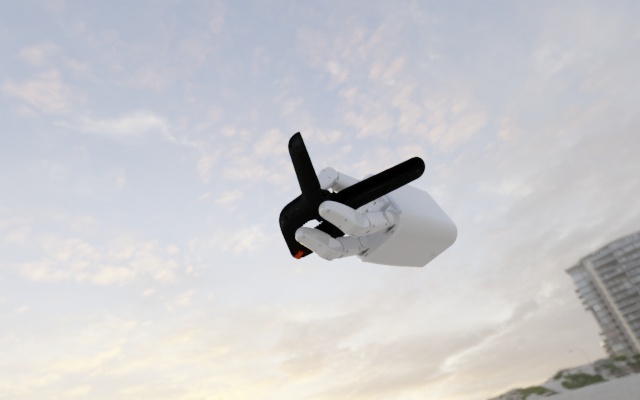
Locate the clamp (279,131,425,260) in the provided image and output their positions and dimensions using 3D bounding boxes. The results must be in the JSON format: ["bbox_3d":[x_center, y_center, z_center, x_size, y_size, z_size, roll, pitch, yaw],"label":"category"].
[{"bbox_3d":[0.000,0.002,0.568,0.164,0.036,0.210,15,-44,-29],"label":"clamp"}]
